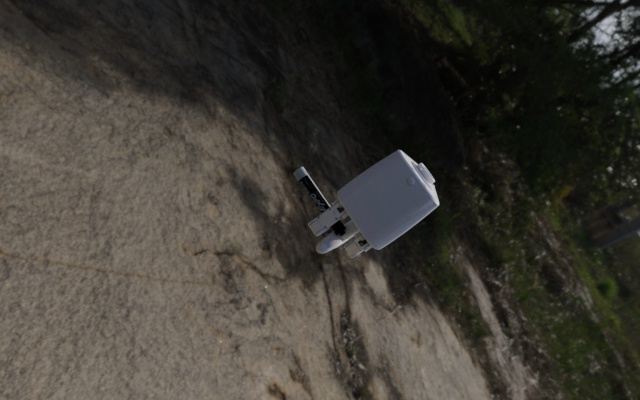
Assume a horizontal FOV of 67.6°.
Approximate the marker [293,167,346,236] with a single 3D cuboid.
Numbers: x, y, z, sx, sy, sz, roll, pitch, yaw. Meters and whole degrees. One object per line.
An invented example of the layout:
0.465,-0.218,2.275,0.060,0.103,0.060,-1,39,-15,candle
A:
0.000,0.002,0.724,0.020,0.121,0.020,-35,-7,-5,marker
